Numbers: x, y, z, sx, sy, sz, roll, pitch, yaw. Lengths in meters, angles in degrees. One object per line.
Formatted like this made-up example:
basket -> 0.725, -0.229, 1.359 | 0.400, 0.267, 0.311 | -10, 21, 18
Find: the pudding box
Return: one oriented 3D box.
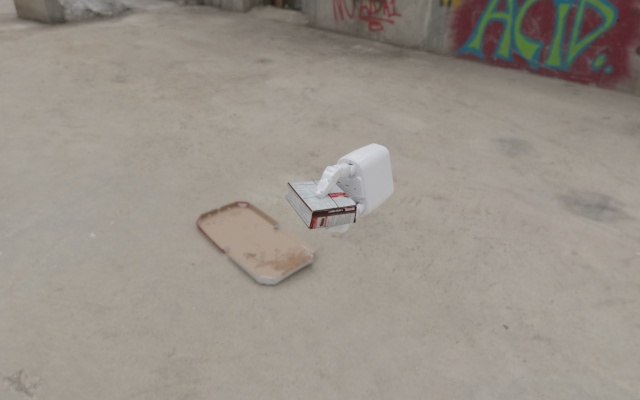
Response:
pudding box -> 0.000, 0.003, 0.842 | 0.090, 0.039, 0.113 | -8, 30, -24
